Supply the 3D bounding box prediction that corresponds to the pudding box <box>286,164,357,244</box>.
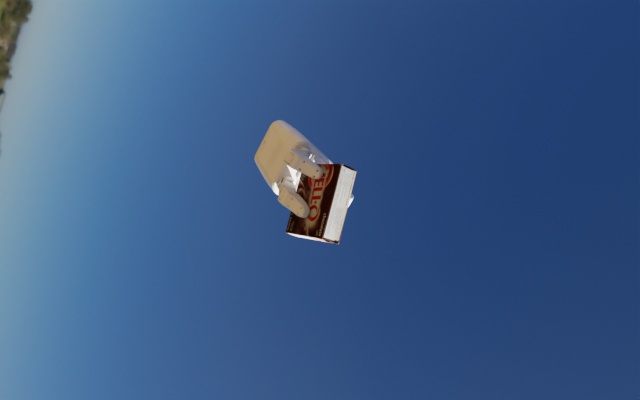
[{"bbox_3d":[0.000,0.002,0.702,0.039,0.113,0.090,17,-8,-37],"label":"pudding box"}]
